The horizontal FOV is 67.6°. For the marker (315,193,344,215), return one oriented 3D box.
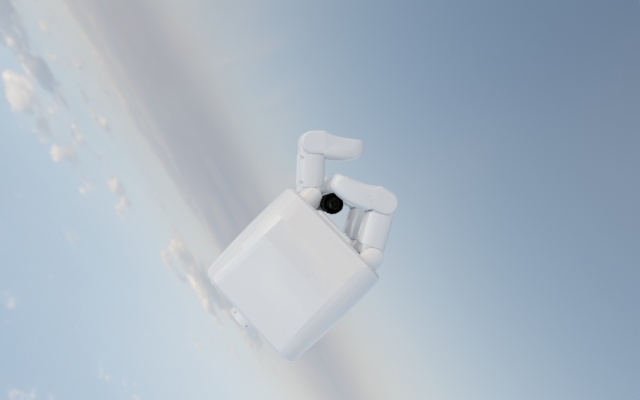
[{"bbox_3d":[0.000,0.001,0.462,0.020,0.020,0.121,0,2,-11],"label":"marker"}]
